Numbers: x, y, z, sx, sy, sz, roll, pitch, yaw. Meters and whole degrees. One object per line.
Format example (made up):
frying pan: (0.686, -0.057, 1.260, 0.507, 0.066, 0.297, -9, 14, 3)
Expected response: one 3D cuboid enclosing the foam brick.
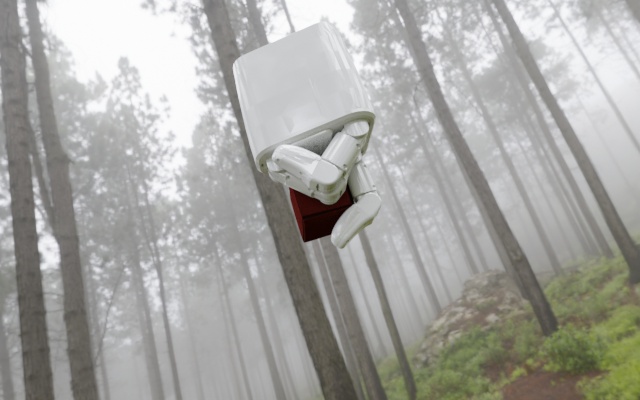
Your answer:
foam brick: (0.000, 0.002, 0.476, 0.053, 0.051, 0.078, -16, -19, -8)
